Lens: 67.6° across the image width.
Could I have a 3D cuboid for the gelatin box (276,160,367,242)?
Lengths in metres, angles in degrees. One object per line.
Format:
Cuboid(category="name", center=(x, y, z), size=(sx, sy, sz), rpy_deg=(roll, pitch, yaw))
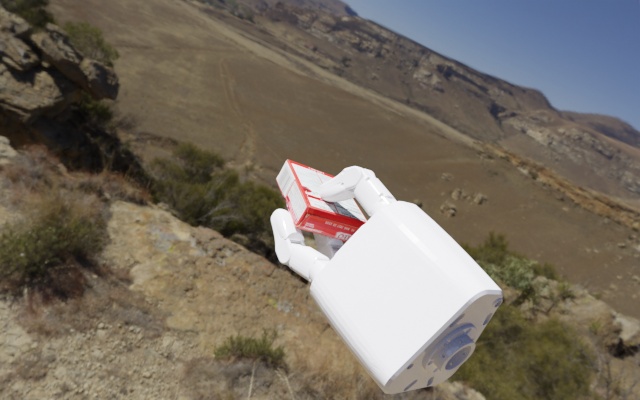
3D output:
Cuboid(category="gelatin box", center=(0.000, 0.001, 0.492), size=(0.073, 0.030, 0.089), rpy_deg=(18, 28, -31))
